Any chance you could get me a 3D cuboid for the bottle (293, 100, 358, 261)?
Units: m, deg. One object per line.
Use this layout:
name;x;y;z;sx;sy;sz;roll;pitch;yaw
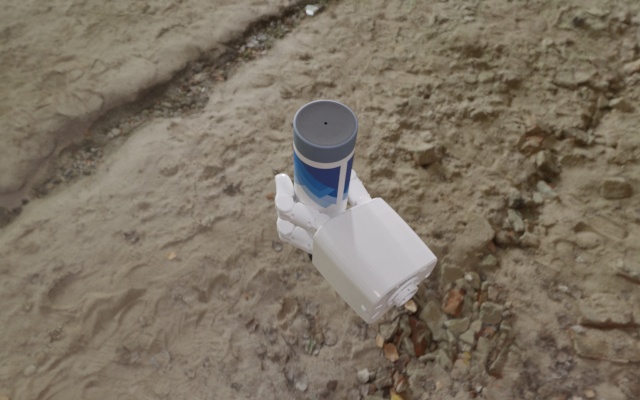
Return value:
bottle;0.000;0.002;0.608;0.069;0.069;0.296;0;-33;-2
